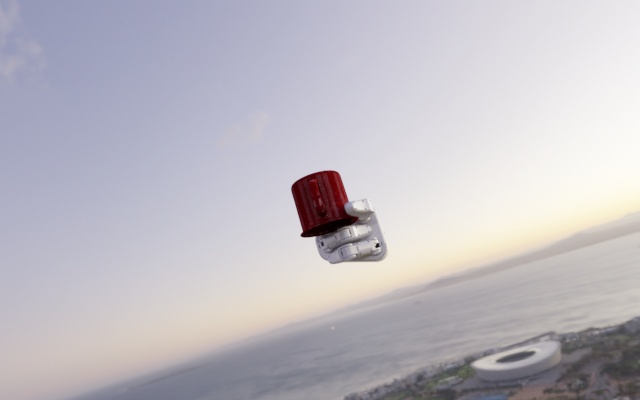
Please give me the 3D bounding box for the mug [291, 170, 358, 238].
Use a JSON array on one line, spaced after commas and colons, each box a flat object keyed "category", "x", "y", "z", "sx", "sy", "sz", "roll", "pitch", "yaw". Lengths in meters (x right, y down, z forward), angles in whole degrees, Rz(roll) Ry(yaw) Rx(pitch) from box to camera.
[{"category": "mug", "x": 0.000, "y": 0.002, "z": 0.727, "sx": 0.093, "sy": 0.081, "sz": 0.117, "roll": -19, "pitch": -14, "yaw": 7}]
